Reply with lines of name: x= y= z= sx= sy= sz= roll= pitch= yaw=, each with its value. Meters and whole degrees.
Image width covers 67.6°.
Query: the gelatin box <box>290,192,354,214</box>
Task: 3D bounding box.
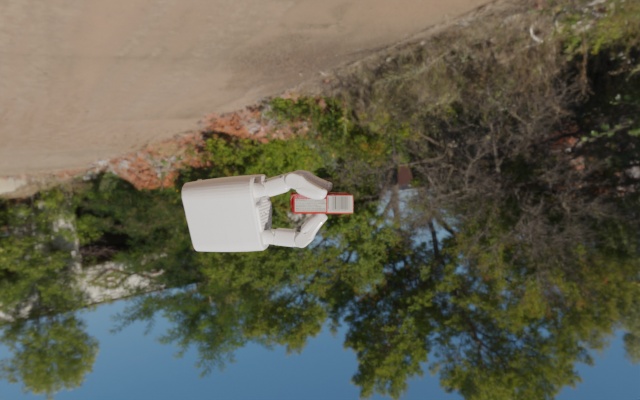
gelatin box: x=0.000 y=0.003 z=0.705 sx=0.089 sy=0.030 sz=0.073 roll=0 pitch=3 yaw=-4
